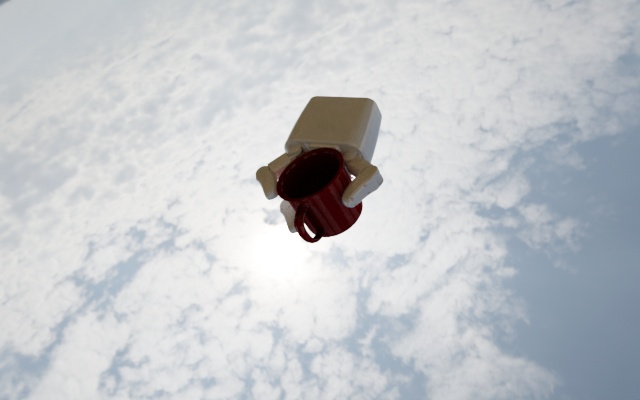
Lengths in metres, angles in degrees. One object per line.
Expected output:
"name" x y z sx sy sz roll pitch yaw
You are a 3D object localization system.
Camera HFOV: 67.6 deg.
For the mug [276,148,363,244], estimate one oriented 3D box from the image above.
"mug" 0.000 0.003 0.604 0.093 0.117 0.081 -6 -45 31
